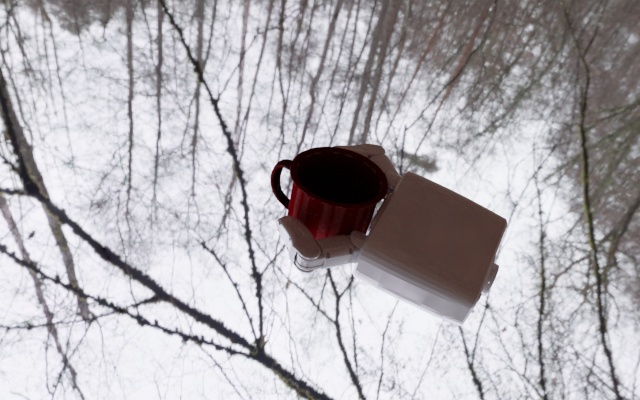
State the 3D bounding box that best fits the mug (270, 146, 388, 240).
[{"bbox_3d":[-0.001,0.001,0.470,0.117,0.082,0.093,26,40,15],"label":"mug"}]
